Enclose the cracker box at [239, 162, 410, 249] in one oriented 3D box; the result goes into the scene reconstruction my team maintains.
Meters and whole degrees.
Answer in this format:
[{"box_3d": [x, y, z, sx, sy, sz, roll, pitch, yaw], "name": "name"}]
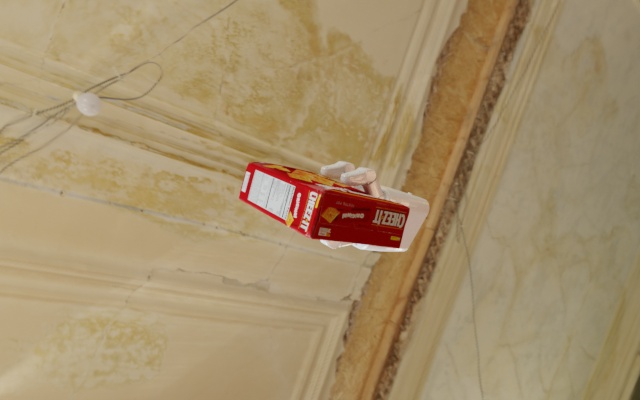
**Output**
[{"box_3d": [0.000, 0.002, 0.720, 0.164, 0.072, 0.213, 9, 8, -37], "name": "cracker box"}]
